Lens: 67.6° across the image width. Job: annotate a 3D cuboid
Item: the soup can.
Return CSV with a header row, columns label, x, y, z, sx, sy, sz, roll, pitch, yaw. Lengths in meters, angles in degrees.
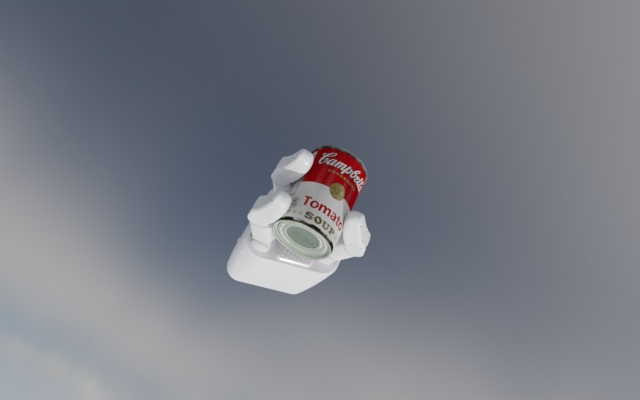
label,x,y,z,sx,sy,sz,roll,pitch,yaw
soup can,0.000,0.002,0.498,0.068,0.102,0.069,19,-33,13
